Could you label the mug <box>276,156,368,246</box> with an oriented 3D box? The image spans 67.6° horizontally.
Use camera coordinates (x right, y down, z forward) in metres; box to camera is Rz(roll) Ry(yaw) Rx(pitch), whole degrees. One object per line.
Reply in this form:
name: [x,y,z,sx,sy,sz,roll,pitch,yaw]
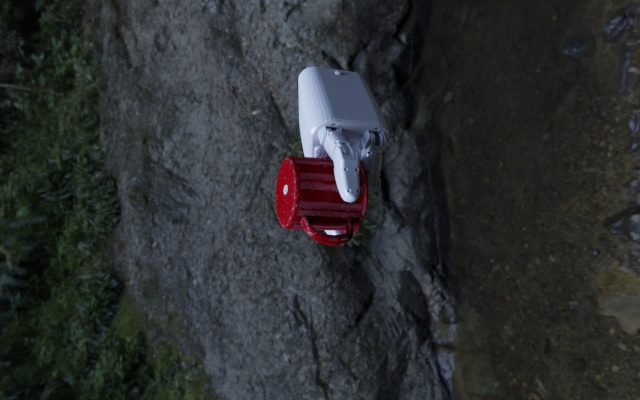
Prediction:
mug: [0.000,0.003,0.531,0.081,0.117,0.093,2,-41,-20]
